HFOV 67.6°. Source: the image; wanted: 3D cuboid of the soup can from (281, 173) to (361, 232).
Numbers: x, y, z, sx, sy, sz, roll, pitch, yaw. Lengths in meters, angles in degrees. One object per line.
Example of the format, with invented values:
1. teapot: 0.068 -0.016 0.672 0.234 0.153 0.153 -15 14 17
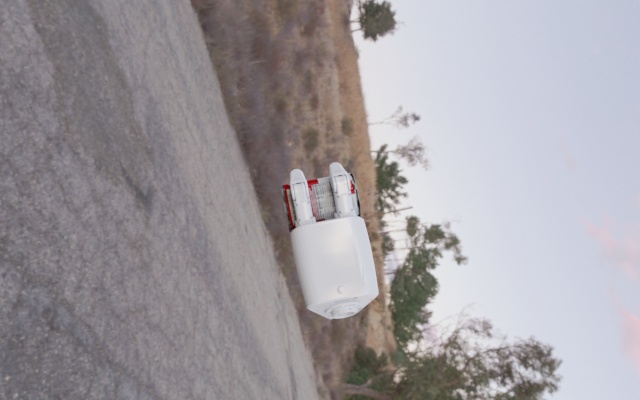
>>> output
1. soup can: 0.000 0.002 0.674 0.102 0.068 0.068 -11 0 -3
